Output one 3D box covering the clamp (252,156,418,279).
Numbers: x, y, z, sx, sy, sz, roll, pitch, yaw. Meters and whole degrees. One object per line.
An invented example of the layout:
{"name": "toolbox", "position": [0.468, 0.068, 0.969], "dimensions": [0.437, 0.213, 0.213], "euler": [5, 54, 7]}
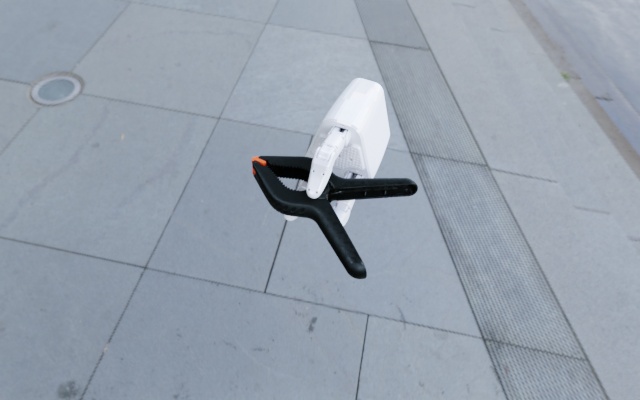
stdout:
{"name": "clamp", "position": [0.000, 0.001, 0.590], "dimensions": [0.210, 0.164, 0.036], "euler": [20, -40, 12]}
